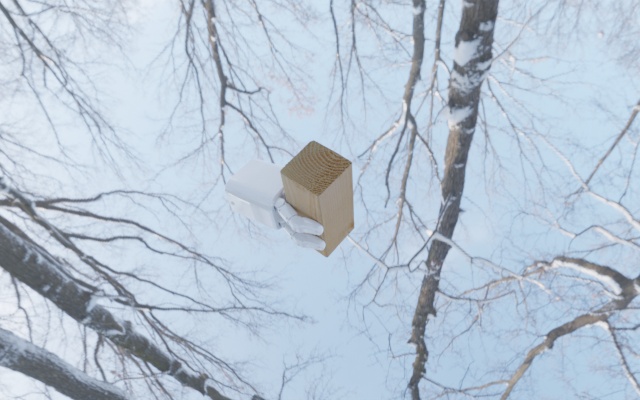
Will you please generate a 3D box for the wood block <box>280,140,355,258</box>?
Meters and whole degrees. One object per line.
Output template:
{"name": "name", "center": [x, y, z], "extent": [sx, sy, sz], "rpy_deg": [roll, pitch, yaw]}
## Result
{"name": "wood block", "center": [0.000, 0.003, 0.874], "extent": [0.090, 0.090, 0.206], "rpy_deg": [32, -26, 24]}
